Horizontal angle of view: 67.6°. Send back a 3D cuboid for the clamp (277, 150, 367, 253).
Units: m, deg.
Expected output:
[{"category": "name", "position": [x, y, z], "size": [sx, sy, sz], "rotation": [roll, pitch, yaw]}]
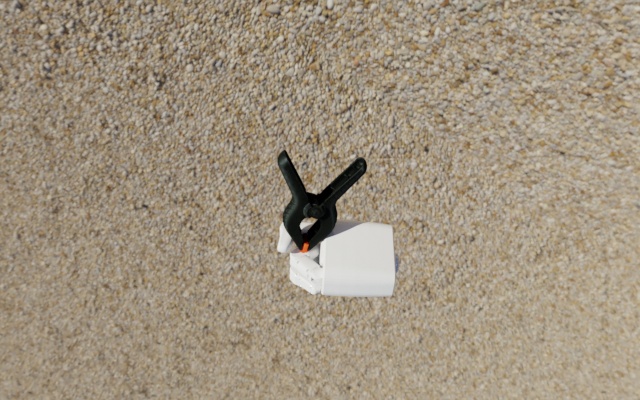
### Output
[{"category": "clamp", "position": [0.000, 0.003, 0.671], "size": [0.120, 0.172, 0.039], "rotation": [1, 40, -4]}]
